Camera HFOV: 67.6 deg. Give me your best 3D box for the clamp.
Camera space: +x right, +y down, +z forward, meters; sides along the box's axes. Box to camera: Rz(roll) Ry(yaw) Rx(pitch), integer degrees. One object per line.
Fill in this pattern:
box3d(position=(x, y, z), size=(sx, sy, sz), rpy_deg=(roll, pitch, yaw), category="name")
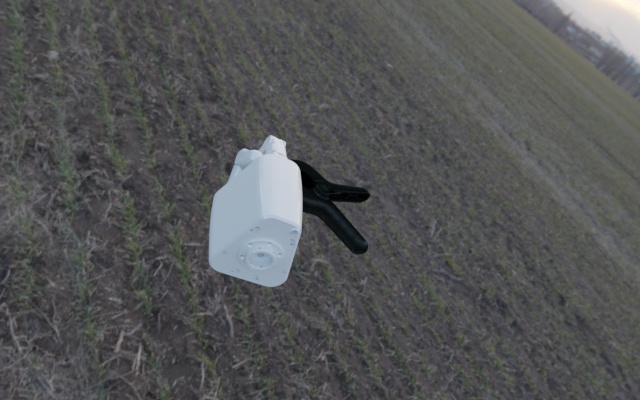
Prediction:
box3d(position=(0.000, 0.002, 0.632), size=(0.171, 0.039, 0.120), rpy_deg=(22, 36, -23), category="clamp")
